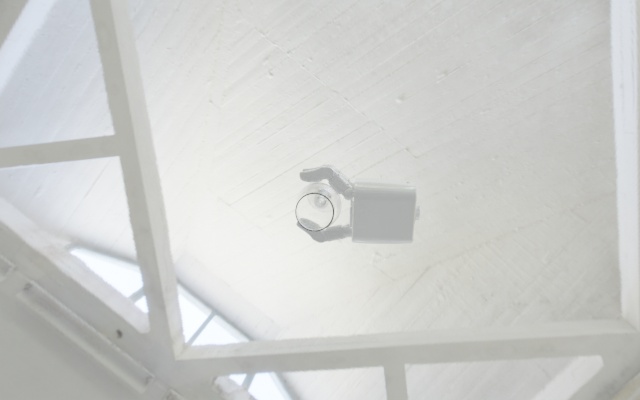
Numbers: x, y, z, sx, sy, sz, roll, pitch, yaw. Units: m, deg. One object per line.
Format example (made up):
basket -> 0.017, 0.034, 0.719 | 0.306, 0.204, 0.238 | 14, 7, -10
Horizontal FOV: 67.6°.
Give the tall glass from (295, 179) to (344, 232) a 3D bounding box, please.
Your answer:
tall glass -> 0.000, 0.003, 0.841 | 0.079, 0.079, 0.201 | 0, 9, 6
